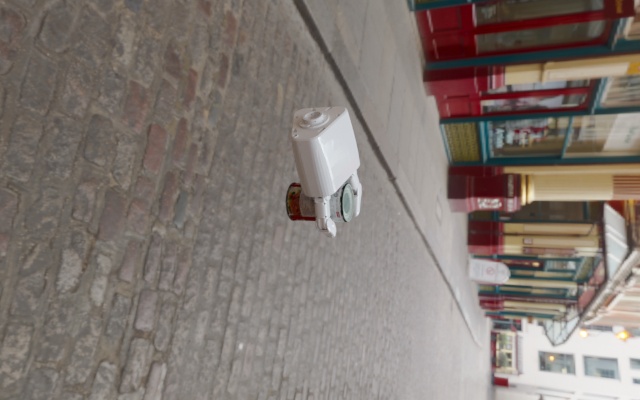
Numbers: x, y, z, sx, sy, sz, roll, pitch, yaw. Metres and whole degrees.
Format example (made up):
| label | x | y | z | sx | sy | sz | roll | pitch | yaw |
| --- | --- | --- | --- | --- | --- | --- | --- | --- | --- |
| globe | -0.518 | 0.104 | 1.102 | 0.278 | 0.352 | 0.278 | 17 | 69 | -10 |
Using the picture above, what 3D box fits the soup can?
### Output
| label | x | y | z | sx | sy | sz | roll | pitch | yaw |
| --- | --- | --- | --- | --- | --- | --- | --- | --- | --- |
| soup can | 0.000 | 0.003 | 0.822 | 0.102 | 0.068 | 0.068 | 1 | 0 | 21 |
